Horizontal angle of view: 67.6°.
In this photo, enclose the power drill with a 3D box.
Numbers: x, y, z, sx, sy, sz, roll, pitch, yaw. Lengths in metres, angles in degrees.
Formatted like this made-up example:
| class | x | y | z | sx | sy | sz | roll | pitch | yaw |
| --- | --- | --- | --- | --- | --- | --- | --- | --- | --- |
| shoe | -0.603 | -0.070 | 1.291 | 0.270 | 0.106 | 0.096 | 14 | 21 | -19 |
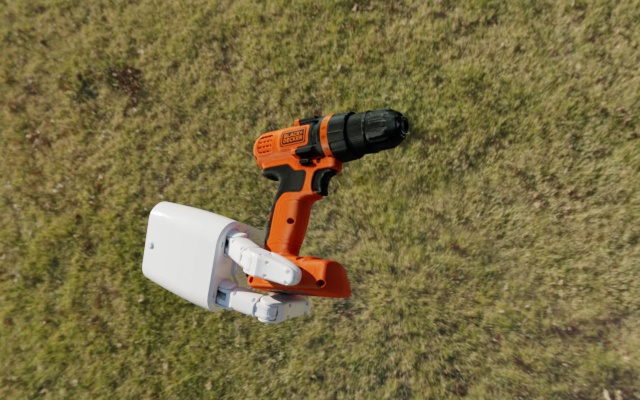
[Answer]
| class | x | y | z | sx | sy | sz | roll | pitch | yaw |
| --- | --- | --- | --- | --- | --- | --- | --- | --- | --- |
| power drill | 0.000 | 0.002 | 0.485 | 0.184 | 0.187 | 0.057 | -7 | -23 | 37 |
